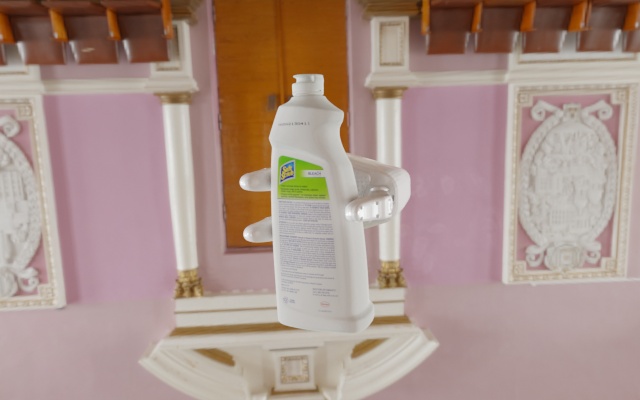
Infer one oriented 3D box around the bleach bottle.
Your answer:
[{"bbox_3d":[0.000,0.002,0.483,0.102,0.251,0.068,1,9,21],"label":"bleach bottle"}]
